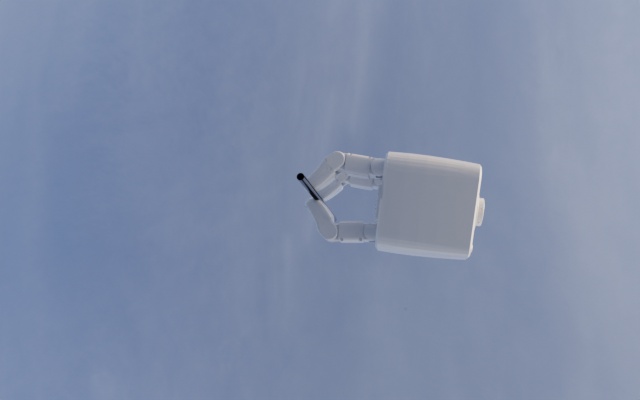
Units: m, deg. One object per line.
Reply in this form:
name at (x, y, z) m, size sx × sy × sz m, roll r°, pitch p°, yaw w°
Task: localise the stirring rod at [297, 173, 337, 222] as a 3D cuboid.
stirring rod at (0.000, 0.002, 0.601) m, size 0.011 × 0.011 × 0.239 m, roll 0°, pitch -13°, yaw 10°
